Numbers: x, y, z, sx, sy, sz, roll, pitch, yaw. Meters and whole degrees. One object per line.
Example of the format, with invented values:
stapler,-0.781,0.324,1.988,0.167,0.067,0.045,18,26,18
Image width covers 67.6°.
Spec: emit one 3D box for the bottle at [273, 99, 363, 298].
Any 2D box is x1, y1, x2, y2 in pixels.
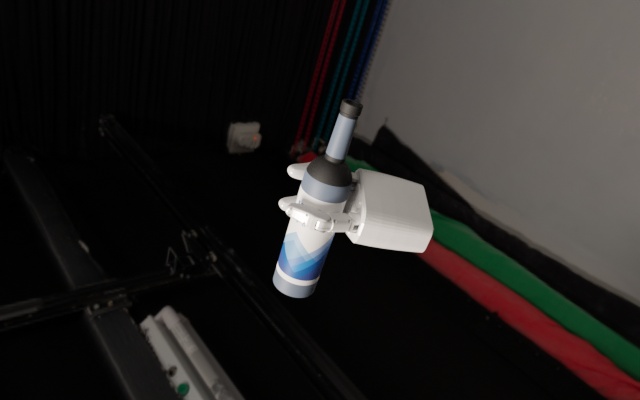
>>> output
bottle,0.000,0.002,0.665,0.069,0.296,0.069,14,27,-7
